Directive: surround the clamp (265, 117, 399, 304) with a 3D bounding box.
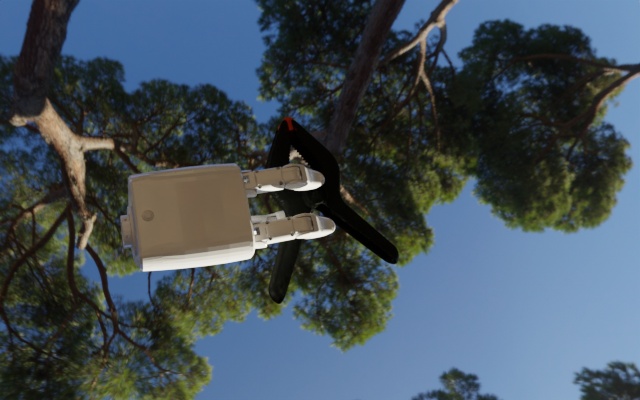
[{"bbox_3d":[-0.001,0.002,0.557,0.164,0.210,0.036,-6,-16,-26],"label":"clamp"}]
